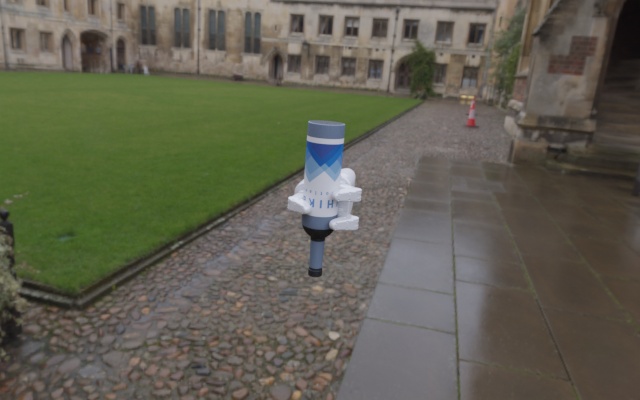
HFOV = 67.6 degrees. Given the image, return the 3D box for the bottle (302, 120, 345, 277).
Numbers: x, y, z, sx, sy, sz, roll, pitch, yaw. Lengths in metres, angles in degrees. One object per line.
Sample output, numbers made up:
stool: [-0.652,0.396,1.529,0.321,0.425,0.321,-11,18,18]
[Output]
bottle: [0.000,0.003,0.890,0.069,0.296,0.069,4,16,-1]
